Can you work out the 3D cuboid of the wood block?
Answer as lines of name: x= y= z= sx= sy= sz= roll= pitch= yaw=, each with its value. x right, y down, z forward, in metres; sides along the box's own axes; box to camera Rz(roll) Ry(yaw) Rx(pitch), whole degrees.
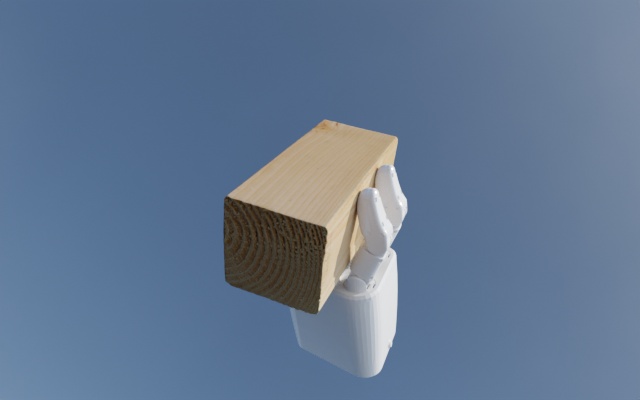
wood block: x=0.000 y=0.002 z=0.464 sx=0.091 sy=0.090 sz=0.206 roll=16 pitch=31 yaw=17
